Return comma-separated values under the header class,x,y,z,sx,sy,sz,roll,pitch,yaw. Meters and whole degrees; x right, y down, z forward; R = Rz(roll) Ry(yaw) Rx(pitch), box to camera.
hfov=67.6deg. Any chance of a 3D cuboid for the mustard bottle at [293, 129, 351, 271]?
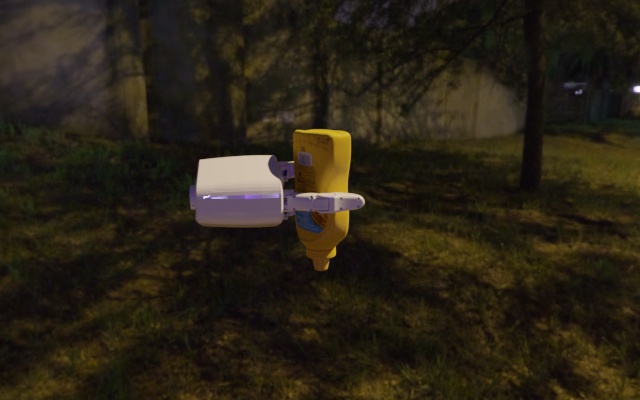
class,x,y,z,sx,sy,sz,roll,pitch,yaw
mustard bottle,0.000,0.002,0.645,0.058,0.192,0.096,-8,14,-35
